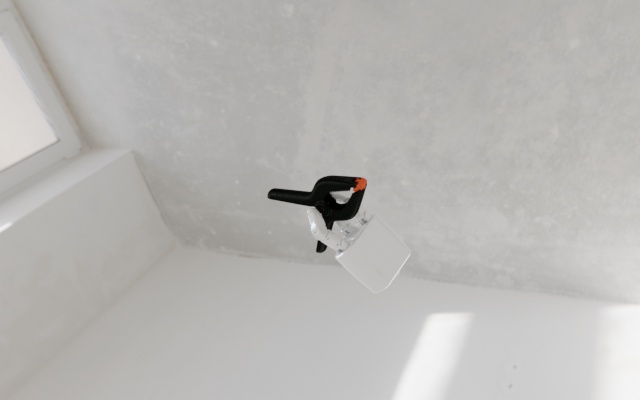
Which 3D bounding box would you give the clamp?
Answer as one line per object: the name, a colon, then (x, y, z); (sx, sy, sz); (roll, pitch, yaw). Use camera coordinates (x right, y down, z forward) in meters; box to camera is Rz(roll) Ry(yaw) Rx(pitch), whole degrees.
clamp: (0.000, 0.003, 0.893); (0.210, 0.164, 0.036); (-40, 10, 44)
